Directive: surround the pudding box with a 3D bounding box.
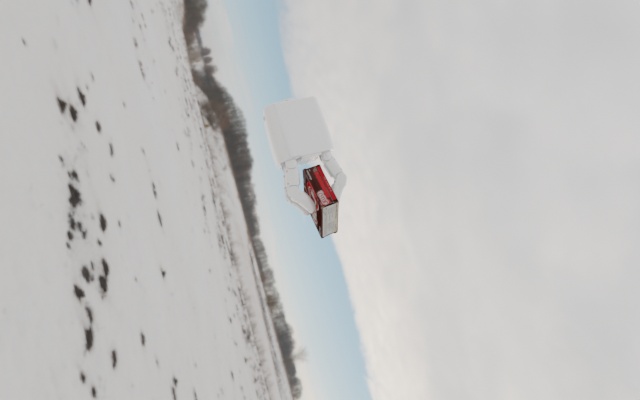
[{"bbox_3d":[0.000,0.003,0.877,0.039,0.090,0.114,-19,-31,-9],"label":"pudding box"}]
